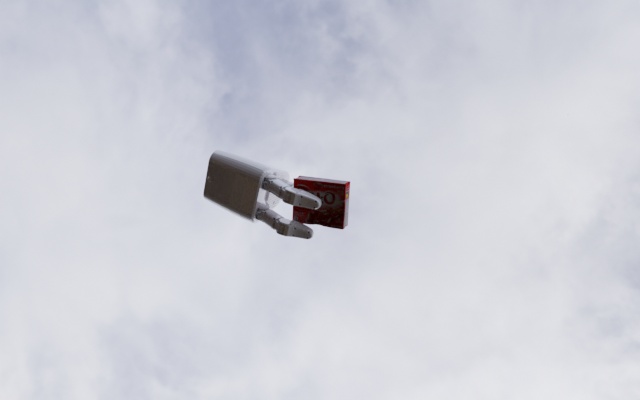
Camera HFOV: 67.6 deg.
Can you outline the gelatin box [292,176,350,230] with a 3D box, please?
[{"bbox_3d":[0.001,0.002,0.754,0.089,0.073,0.030,8,15,18],"label":"gelatin box"}]
